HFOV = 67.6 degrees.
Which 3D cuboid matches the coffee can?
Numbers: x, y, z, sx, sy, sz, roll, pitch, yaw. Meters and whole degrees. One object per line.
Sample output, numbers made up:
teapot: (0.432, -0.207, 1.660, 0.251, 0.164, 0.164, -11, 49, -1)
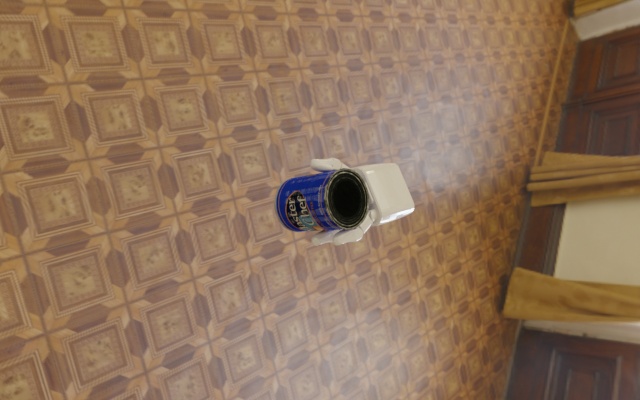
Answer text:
coffee can: (0.000, 0.003, 0.839, 0.103, 0.103, 0.140, 0, -4, -41)
